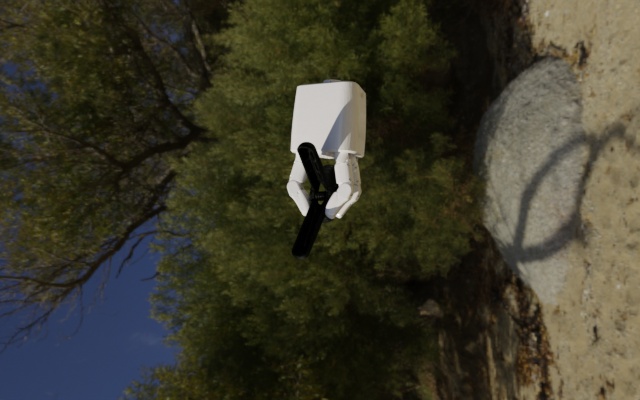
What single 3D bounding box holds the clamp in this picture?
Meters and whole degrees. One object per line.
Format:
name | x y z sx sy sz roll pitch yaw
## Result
clamp | 0.000 0.002 0.746 0.036 0.164 0.210 7 1 17
